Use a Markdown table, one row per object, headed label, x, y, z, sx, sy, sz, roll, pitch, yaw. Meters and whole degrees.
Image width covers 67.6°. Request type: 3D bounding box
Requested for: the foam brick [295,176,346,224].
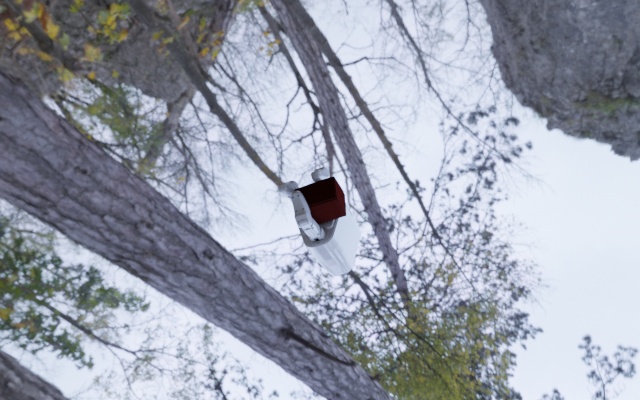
| label | x | y | z | sx | sy | sz | roll | pitch | yaw |
| --- | --- | --- | --- | --- | --- | --- | --- | --- | --- |
| foam brick | 0.000 | 0.003 | 0.821 | 0.078 | 0.053 | 0.051 | -17 | -44 | 17 |
